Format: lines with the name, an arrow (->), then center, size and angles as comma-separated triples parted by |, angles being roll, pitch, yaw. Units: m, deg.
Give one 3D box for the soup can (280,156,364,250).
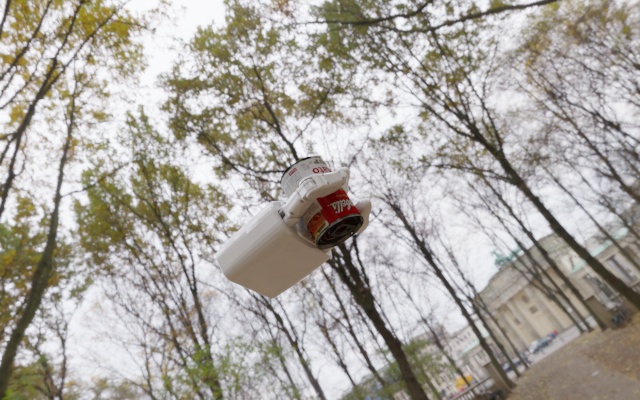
soup can -> 0.000, 0.001, 0.608 | 0.068, 0.102, 0.068 | -26, -27, -14
